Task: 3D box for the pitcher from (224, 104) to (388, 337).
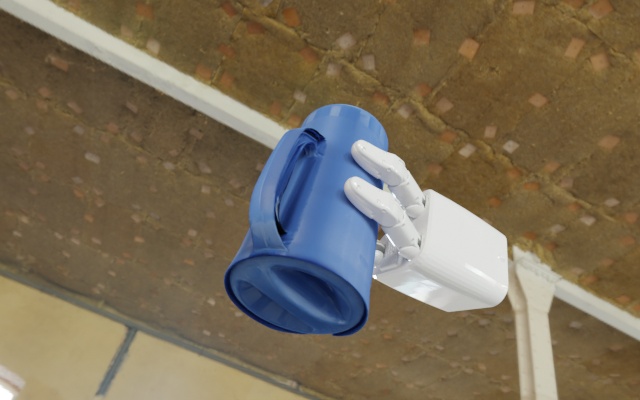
[{"bbox_3d":[0.000,0.002,0.493,0.145,0.242,0.149,27,-42,-11],"label":"pitcher"}]
